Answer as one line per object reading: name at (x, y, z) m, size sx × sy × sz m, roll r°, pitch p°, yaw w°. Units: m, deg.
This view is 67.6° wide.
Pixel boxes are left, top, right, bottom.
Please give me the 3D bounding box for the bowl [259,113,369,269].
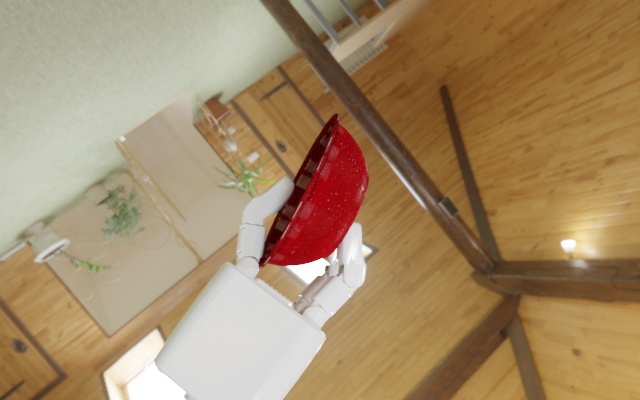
bowl at (0.001, 0.000, 0.453) m, size 0.055 × 0.162 × 0.162 m, roll 26°, pitch -4°, yaw -8°
